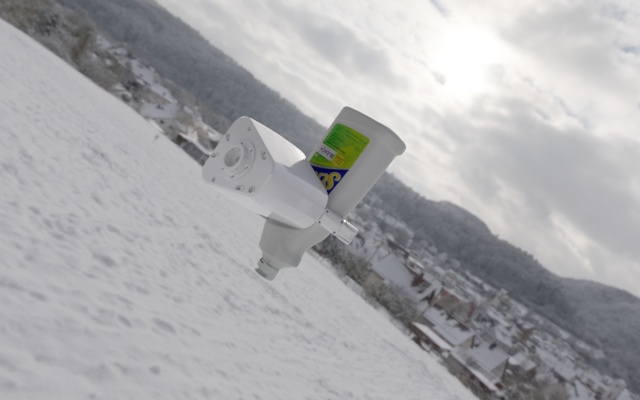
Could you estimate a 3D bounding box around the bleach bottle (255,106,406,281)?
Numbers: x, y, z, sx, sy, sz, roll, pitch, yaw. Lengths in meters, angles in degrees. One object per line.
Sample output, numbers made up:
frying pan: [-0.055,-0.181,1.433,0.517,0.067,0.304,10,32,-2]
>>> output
bleach bottle: [0.000,0.002,0.635,0.102,0.251,0.068,37,3,39]
